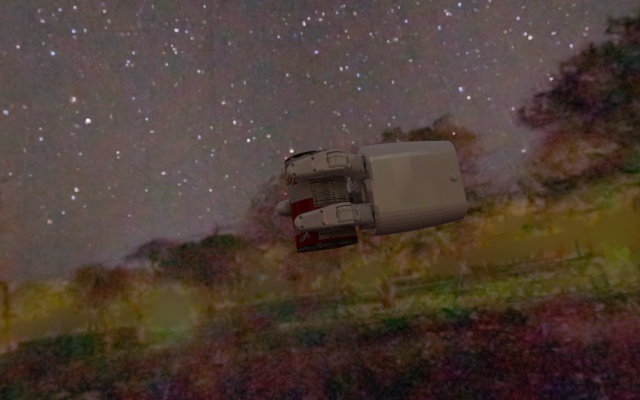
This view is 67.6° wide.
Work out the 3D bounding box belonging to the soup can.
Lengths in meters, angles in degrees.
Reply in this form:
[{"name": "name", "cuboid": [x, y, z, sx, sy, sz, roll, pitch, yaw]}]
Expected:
[{"name": "soup can", "cuboid": [0.000, 0.002, 0.525, 0.068, 0.102, 0.068, -9, -9, -1]}]
